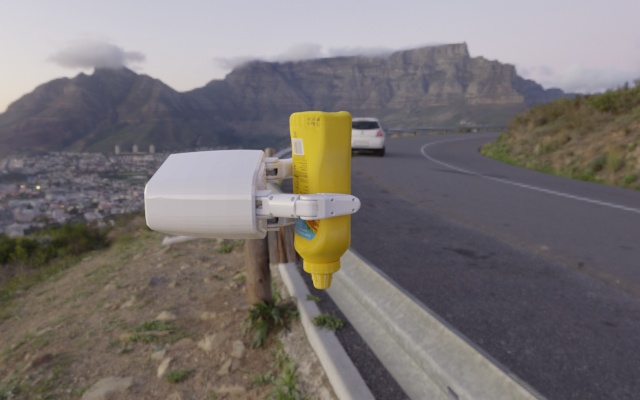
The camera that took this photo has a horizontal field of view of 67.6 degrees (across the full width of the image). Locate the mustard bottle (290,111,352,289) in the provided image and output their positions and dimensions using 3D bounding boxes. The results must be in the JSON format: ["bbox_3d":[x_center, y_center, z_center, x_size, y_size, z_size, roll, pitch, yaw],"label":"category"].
[{"bbox_3d":[0.000,0.001,0.517,0.058,0.191,0.096,-4,9,-22],"label":"mustard bottle"}]
